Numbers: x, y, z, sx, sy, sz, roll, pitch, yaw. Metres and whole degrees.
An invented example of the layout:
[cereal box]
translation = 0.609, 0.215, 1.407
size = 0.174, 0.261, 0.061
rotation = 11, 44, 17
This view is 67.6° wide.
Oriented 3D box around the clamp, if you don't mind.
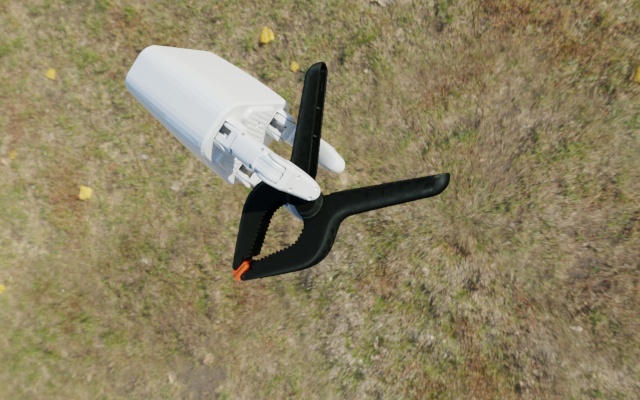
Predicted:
[clamp]
translation = -0.001, 0.002, 0.434
size = 0.164, 0.210, 0.036
rotation = 38, 9, 16
